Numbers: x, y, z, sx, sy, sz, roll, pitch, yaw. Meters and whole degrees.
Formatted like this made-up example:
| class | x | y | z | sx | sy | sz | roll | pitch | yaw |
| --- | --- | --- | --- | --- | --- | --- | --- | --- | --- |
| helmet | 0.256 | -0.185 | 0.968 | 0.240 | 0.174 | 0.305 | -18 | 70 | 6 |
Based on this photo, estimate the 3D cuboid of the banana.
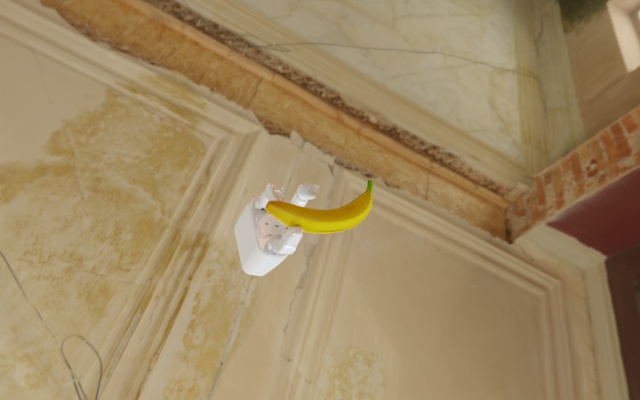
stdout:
| class | x | y | z | sx | sy | sz | roll | pitch | yaw |
| --- | --- | --- | --- | --- | --- | --- | --- | --- | --- |
| banana | 0.009 | 0.019 | 0.746 | 0.198 | 0.069 | 0.037 | -12 | -17 | -31 |
